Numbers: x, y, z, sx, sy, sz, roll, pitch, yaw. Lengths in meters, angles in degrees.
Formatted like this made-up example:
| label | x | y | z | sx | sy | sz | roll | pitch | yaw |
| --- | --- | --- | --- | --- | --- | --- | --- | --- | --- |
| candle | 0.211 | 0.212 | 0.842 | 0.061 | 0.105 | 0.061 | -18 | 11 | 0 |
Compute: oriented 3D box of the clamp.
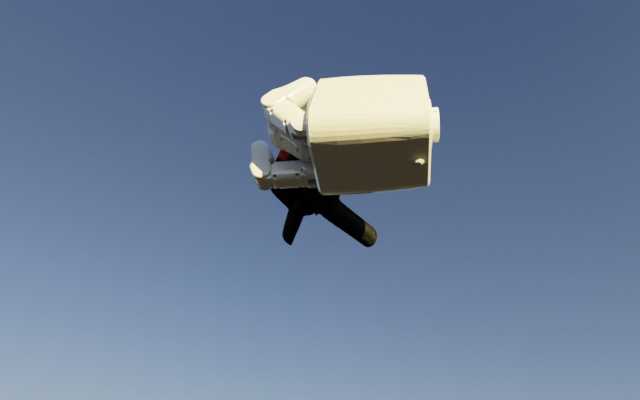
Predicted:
| label | x | y | z | sx | sy | sz | roll | pitch | yaw |
| --- | --- | --- | --- | --- | --- | --- | --- | --- | --- |
| clamp | 0.000 | 0.001 | 0.536 | 0.120 | 0.039 | 0.172 | 0 | -37 | 11 |
